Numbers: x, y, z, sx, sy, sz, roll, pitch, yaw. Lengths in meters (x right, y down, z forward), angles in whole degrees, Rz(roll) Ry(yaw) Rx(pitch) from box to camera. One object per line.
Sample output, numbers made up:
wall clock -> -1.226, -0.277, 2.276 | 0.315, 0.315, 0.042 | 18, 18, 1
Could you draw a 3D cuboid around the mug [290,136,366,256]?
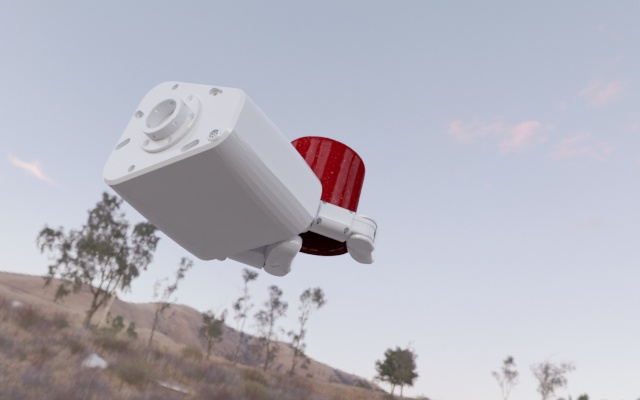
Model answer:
mug -> 0.001, 0.002, 0.450 | 0.093, 0.081, 0.117 | -2, -33, 29
